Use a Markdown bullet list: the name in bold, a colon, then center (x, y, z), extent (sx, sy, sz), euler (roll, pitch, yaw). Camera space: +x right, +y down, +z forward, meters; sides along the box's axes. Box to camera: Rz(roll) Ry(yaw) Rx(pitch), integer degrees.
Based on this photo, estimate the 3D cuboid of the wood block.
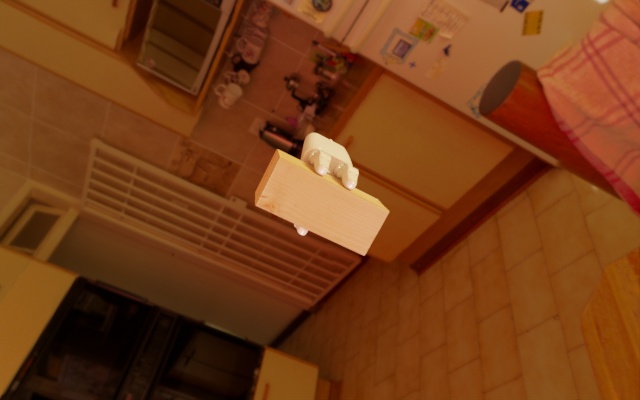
- **wood block**: center (0.000, 0.003, 0.821), extent (0.206, 0.091, 0.090), euler (26, 10, -14)
